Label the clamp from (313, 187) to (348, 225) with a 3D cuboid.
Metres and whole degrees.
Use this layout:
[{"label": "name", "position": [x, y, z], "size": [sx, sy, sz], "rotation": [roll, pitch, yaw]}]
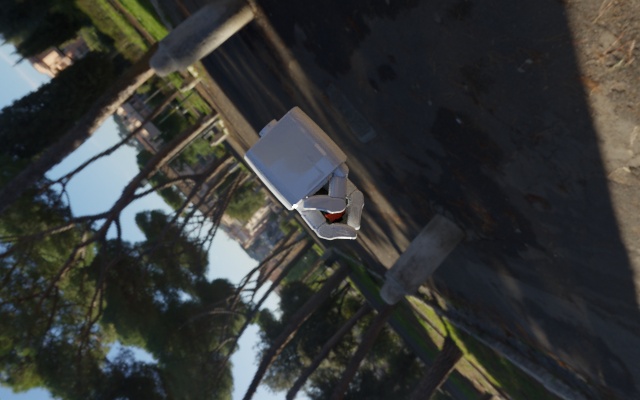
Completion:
[{"label": "clamp", "position": [0.000, 0.003, 0.783], "size": [0.039, 0.120, 0.171], "rotation": [-43, 4, -8]}]
